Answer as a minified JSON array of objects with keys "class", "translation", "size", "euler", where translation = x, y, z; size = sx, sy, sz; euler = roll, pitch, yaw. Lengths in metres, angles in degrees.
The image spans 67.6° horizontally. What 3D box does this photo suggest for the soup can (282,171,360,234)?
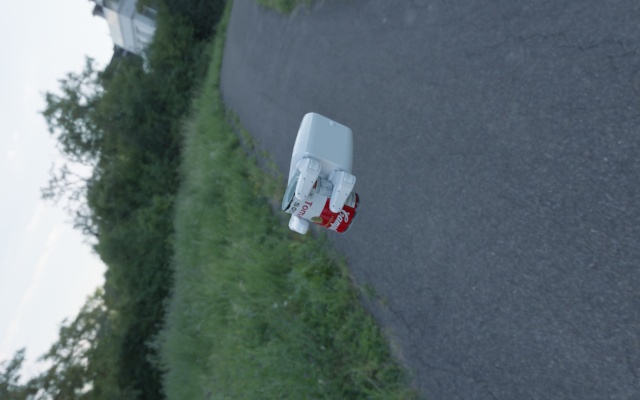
[{"class":"soup can","translation":[0.000,0.003,0.737],"size":[0.102,0.068,0.068],"euler":[22,-6,-15]}]
